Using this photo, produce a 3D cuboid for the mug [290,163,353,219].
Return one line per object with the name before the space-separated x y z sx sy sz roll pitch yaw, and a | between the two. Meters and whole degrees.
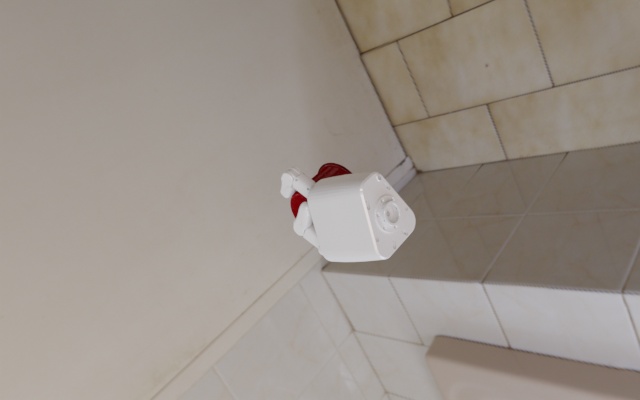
mug | -0.001 0.003 0.752 0.117 0.093 0.081 -10 25 51
